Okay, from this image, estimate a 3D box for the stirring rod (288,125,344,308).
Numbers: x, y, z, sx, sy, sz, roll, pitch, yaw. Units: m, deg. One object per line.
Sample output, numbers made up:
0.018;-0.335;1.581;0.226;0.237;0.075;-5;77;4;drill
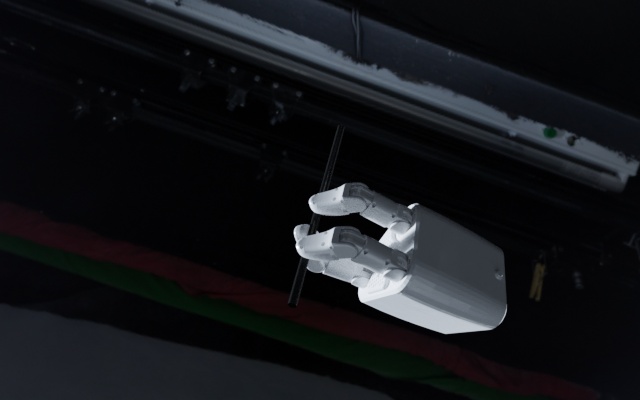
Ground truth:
0.000;0.002;0.485;0.011;0.239;0.011;9;-41;8;stirring rod
